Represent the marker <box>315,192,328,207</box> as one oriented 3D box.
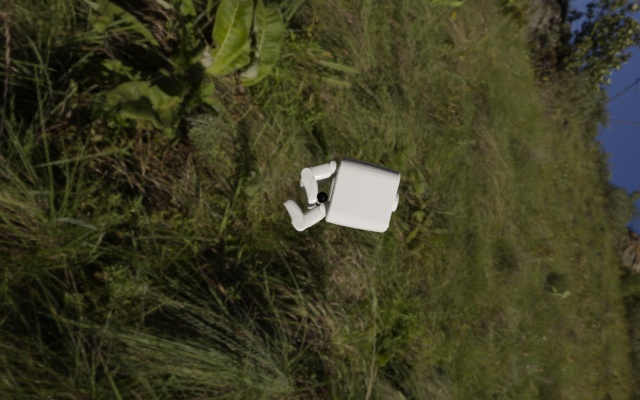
[{"bbox_3d":[0.000,0.003,0.846,0.020,0.020,0.121,0,-9,-4],"label":"marker"}]
